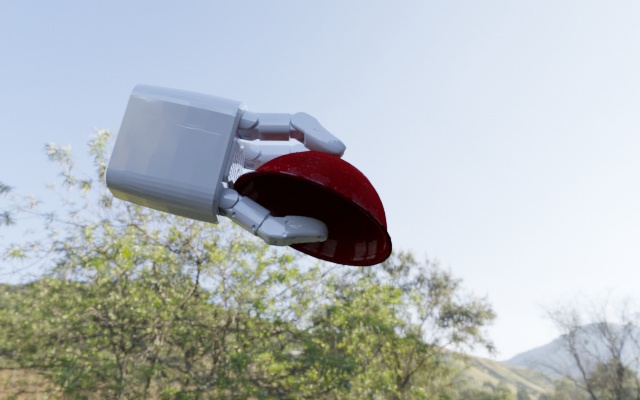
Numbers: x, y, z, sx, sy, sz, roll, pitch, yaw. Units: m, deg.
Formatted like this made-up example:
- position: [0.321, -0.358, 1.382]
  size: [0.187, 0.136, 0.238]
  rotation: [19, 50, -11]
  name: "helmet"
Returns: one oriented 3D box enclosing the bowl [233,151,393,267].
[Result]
- position: [0.001, 0.002, 0.463]
  size: [0.162, 0.055, 0.162]
  rotation: [20, -27, 11]
  name: "bowl"
